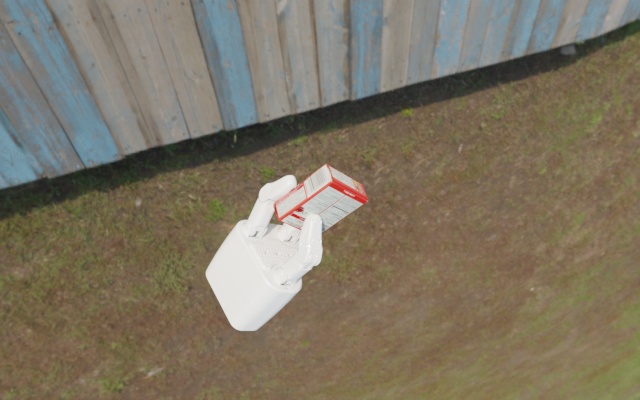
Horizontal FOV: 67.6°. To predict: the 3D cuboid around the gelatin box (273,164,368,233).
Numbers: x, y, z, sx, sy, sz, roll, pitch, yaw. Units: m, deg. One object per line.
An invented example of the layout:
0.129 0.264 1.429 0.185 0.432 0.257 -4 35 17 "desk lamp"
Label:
0.000 0.002 0.574 0.089 0.030 0.073 -36 -38 25 "gelatin box"
